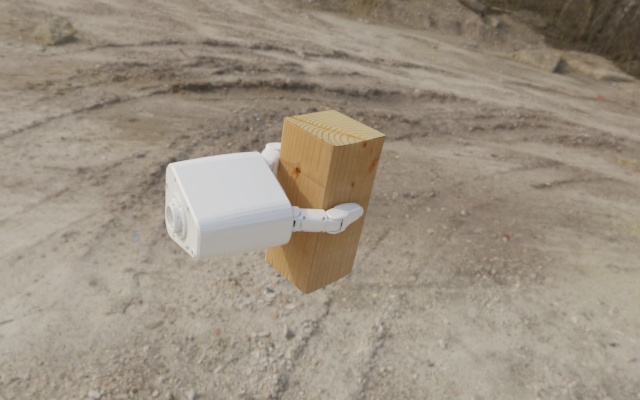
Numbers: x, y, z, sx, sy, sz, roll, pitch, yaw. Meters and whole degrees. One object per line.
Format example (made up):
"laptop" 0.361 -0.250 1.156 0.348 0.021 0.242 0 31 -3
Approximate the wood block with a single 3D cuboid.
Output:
"wood block" 0.000 0.002 0.609 0.090 0.206 0.090 -18 40 -41
